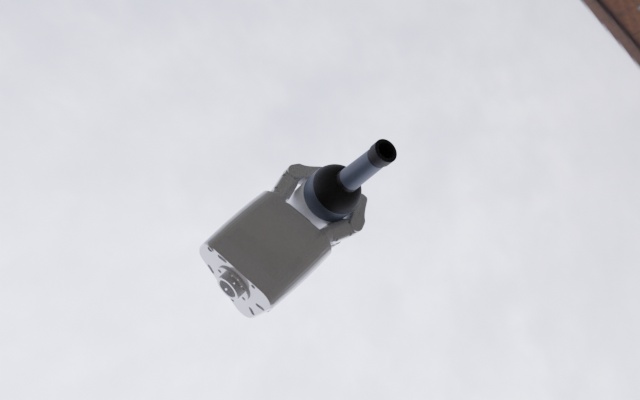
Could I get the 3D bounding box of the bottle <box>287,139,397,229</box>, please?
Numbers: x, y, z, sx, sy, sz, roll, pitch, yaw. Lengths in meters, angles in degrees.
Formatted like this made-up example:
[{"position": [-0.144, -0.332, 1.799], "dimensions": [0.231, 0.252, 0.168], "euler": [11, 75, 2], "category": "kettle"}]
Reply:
[{"position": [0.000, 0.002, 0.610], "dimensions": [0.069, 0.069, 0.296], "euler": [0, -21, -30], "category": "bottle"}]
